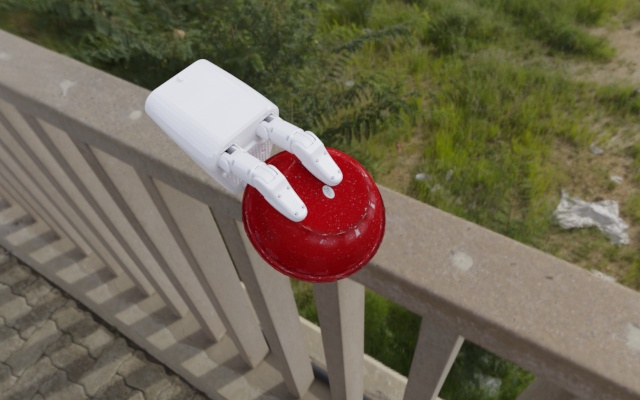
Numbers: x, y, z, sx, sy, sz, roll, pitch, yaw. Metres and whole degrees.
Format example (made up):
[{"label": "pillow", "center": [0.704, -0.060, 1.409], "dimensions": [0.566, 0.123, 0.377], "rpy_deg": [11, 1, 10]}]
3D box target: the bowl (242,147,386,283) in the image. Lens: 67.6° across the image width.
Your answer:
[{"label": "bowl", "center": [0.001, 0.002, 0.502], "dimensions": [0.162, 0.162, 0.055], "rpy_deg": [0, -23, -13]}]
